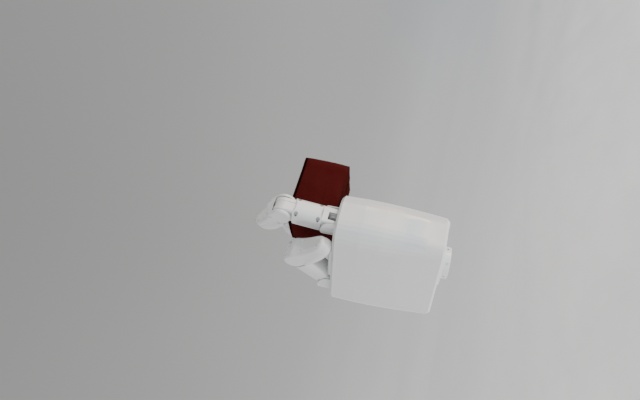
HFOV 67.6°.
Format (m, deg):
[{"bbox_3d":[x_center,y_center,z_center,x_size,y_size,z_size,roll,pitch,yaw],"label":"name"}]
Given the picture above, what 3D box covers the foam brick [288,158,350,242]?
[{"bbox_3d":[0.000,0.001,0.526,0.051,0.078,0.053,10,-31,11],"label":"foam brick"}]
